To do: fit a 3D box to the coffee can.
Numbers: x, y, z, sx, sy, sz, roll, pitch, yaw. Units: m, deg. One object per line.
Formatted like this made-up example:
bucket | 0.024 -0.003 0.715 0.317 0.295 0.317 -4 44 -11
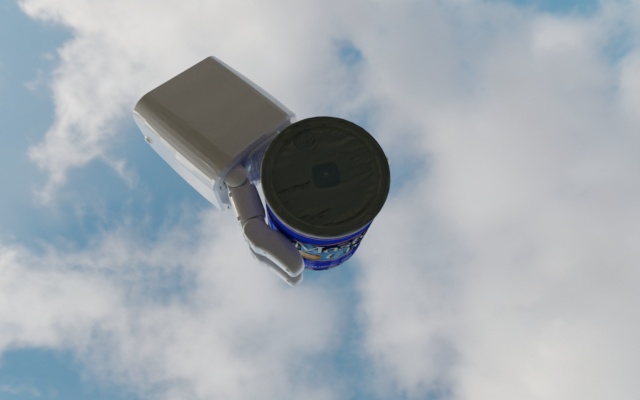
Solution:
coffee can | 0.000 0.001 0.438 0.103 0.102 0.140 0 -19 -4
